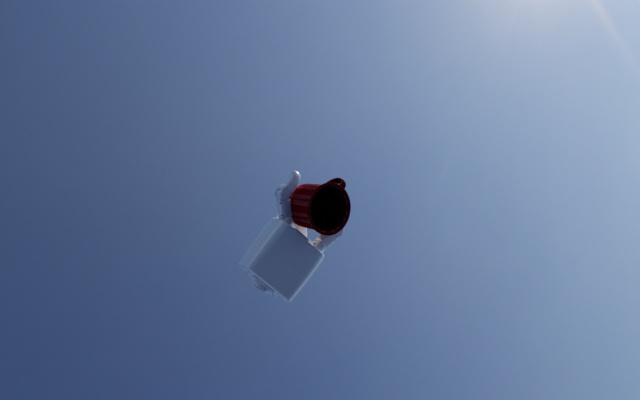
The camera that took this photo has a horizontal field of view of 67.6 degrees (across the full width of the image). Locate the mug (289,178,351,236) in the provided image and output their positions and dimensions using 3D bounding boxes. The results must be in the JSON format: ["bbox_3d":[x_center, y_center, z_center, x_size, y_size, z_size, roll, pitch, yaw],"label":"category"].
[{"bbox_3d":[0.001,0.002,0.862,0.093,0.117,0.081,48,-23,-29],"label":"mug"}]
